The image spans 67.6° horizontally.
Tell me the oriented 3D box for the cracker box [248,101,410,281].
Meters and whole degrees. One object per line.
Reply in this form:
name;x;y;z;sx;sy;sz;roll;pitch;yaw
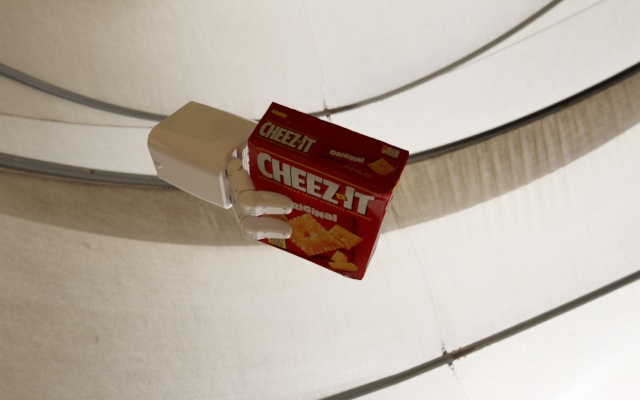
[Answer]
cracker box;0.000;0.002;0.585;0.164;0.072;0.214;21;-33;9
